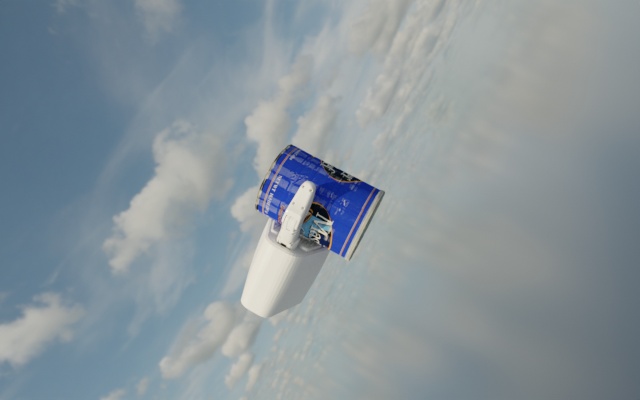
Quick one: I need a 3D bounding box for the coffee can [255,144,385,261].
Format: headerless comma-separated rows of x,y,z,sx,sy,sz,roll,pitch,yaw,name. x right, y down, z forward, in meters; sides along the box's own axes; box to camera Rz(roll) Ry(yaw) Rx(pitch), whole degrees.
0.000,0.002,0.633,0.140,0.103,0.103,28,4,8,coffee can
